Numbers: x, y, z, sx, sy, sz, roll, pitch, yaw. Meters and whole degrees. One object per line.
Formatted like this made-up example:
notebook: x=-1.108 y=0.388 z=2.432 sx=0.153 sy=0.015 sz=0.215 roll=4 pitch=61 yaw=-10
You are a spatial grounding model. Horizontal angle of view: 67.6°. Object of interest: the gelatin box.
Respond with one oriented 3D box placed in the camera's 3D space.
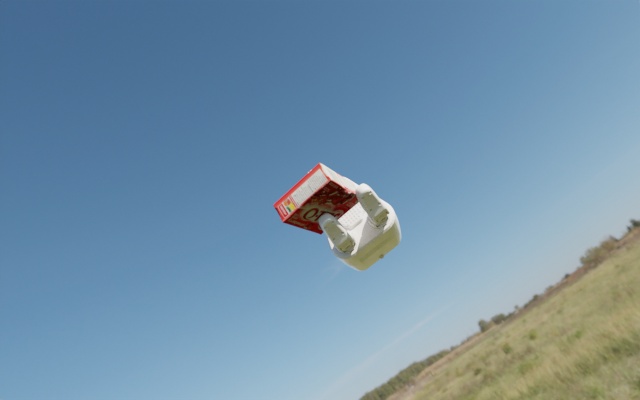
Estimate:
gelatin box: x=0.000 y=0.001 z=0.553 sx=0.073 sy=0.030 sz=0.089 roll=-41 pitch=-29 yaw=14
